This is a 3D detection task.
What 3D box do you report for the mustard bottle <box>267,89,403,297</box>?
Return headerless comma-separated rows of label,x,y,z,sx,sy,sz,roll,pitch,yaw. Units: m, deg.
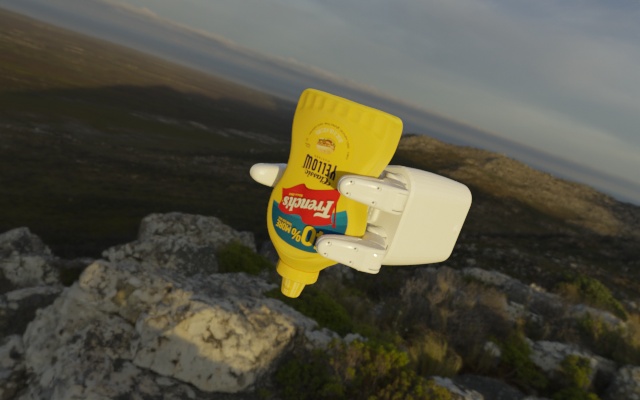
mustard bottle,0.000,0.001,0.443,0.096,0.192,0.058,24,14,23
